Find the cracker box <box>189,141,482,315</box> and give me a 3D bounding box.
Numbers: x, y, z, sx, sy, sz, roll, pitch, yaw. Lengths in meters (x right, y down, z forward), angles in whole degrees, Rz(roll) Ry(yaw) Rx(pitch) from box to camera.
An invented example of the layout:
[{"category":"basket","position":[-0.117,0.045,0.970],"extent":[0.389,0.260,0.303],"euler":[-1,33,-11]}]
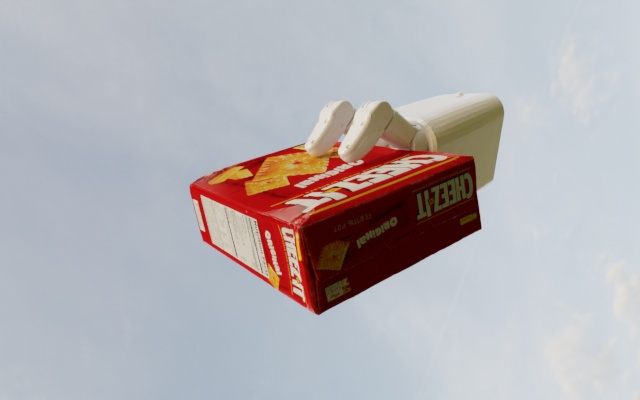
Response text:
[{"category":"cracker box","position":[0.000,0.002,0.419],"extent":[0.164,0.072,0.213],"euler":[-22,20,-29]}]
